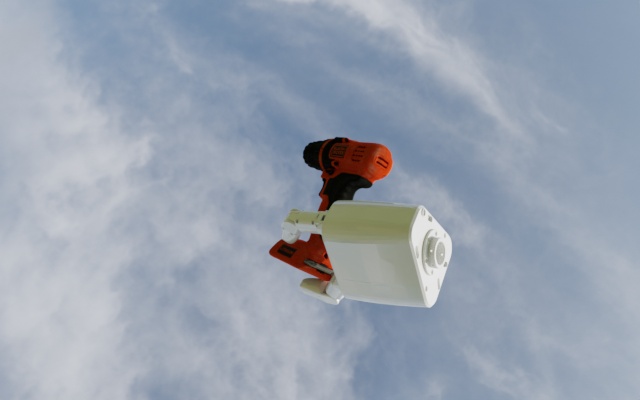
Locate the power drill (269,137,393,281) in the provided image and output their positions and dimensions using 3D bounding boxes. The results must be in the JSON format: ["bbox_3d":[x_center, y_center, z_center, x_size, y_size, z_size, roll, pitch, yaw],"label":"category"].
[{"bbox_3d":[0.000,0.003,0.642,0.057,0.187,0.184,26,-6,-29],"label":"power drill"}]
